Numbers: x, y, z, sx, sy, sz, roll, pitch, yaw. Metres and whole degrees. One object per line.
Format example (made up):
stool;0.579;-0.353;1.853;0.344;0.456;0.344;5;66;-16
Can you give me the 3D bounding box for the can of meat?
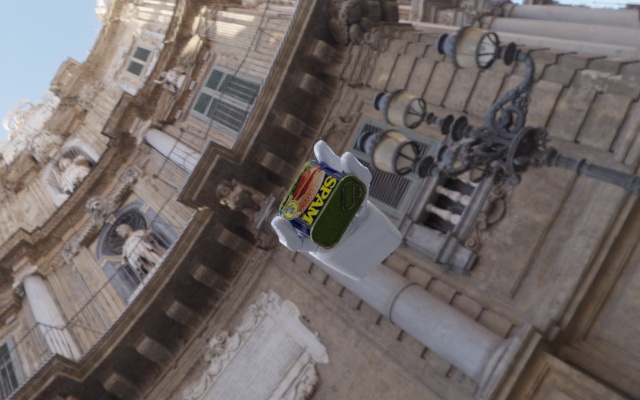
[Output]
can of meat;0.000;0.002;0.653;0.084;0.102;0.057;29;-3;45
